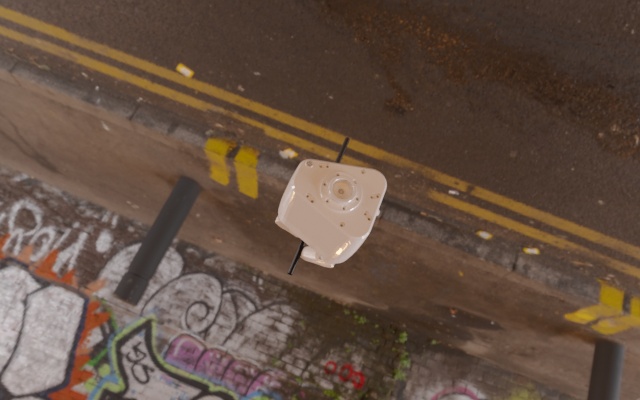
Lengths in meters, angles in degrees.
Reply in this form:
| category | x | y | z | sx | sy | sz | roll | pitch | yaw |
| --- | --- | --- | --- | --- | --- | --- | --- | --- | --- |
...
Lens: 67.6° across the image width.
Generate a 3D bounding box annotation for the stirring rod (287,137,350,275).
| category | x | y | z | sx | sy | sz | roll | pitch | yaw |
| --- | --- | --- | --- | --- | --- | --- | --- | --- | --- |
| stirring rod | 0.000 | 0.002 | 0.722 | 0.011 | 0.239 | 0.011 | 20 | -23 | 9 |
